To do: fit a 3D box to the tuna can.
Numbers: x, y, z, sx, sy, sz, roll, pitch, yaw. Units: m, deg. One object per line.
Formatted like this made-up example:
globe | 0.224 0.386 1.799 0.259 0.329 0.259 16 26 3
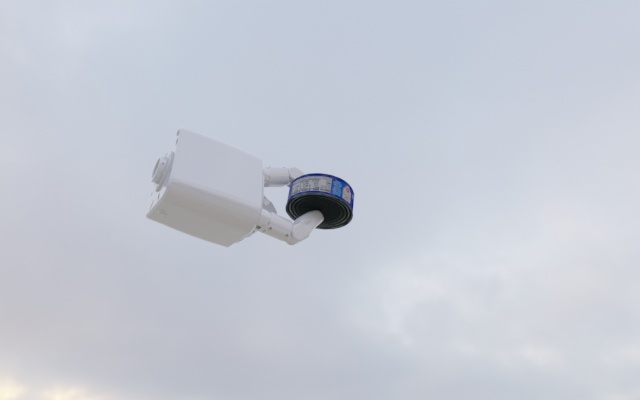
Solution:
tuna can | 0.000 0.002 0.607 0.086 0.033 0.086 6 -32 4
